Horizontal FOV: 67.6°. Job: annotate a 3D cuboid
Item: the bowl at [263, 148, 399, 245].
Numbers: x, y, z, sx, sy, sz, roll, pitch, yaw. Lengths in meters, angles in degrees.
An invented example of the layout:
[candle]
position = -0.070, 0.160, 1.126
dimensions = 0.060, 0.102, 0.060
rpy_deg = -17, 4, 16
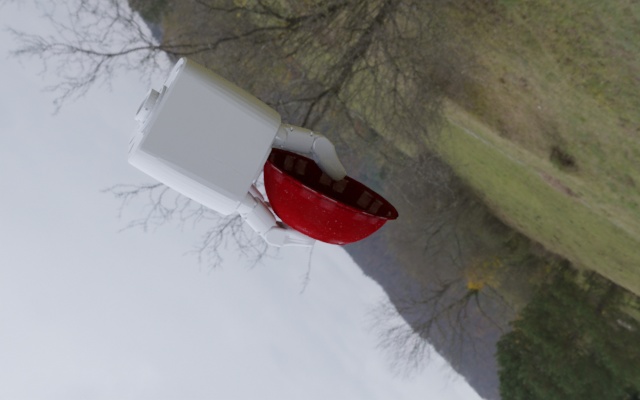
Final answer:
[bowl]
position = 0.001, 0.003, 0.515
dimensions = 0.162, 0.055, 0.162
rpy_deg = 24, 13, -6
